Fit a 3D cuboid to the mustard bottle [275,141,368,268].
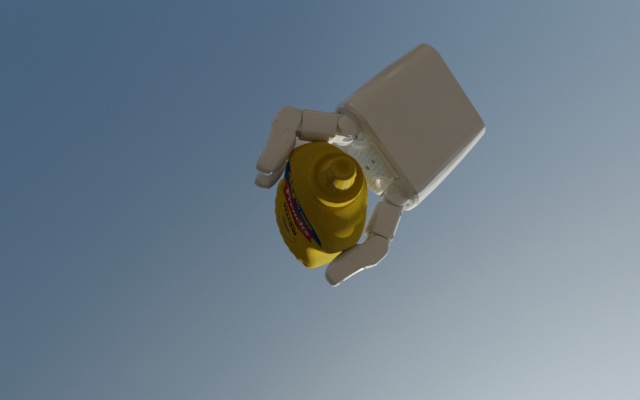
[{"bbox_3d":[0.000,0.002,0.421,0.058,0.096,0.192,-17,-11,-15],"label":"mustard bottle"}]
